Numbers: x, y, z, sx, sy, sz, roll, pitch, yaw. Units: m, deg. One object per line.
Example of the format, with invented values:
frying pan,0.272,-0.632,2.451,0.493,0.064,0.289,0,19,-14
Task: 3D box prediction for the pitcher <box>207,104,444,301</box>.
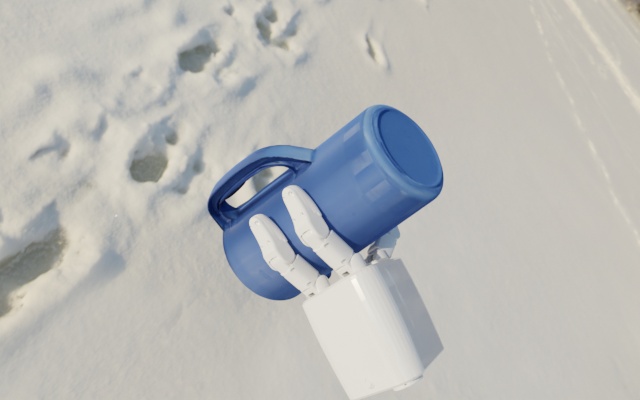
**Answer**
pitcher,0.000,0.002,0.516,0.149,0.145,0.243,-11,-21,-48
